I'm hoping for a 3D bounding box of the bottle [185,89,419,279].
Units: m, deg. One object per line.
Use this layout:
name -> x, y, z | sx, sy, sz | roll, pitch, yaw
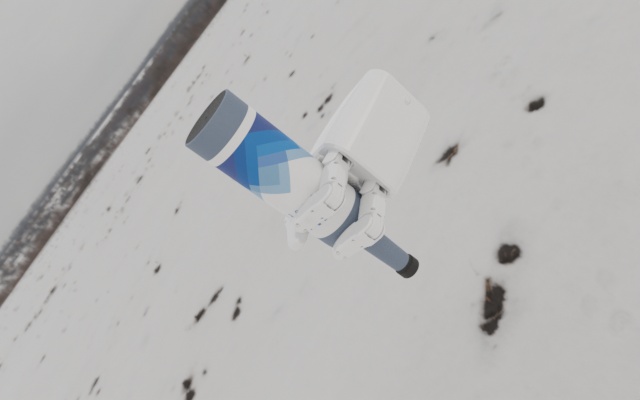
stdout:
bottle -> 0.000, 0.002, 0.507 | 0.296, 0.069, 0.069 | 37, -17, -25
